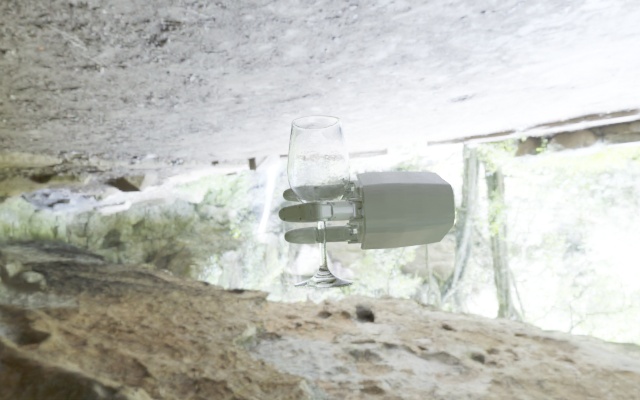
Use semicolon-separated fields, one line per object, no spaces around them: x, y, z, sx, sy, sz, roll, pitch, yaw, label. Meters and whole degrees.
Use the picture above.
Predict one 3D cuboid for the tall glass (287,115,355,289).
0.000;0.003;0.581;0.079;0.201;0.079;-3;-3;0;tall glass
